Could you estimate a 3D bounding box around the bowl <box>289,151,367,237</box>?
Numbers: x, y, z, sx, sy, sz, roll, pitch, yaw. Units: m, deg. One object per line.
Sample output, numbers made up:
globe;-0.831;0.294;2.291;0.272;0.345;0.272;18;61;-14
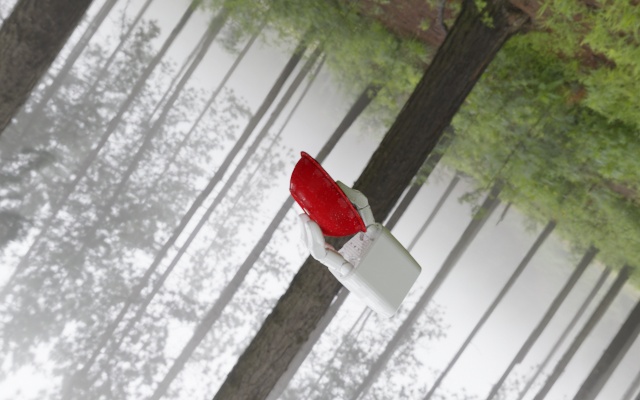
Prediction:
bowl;-0.001;0.002;0.740;0.055;0.162;0.162;-38;4;-6
